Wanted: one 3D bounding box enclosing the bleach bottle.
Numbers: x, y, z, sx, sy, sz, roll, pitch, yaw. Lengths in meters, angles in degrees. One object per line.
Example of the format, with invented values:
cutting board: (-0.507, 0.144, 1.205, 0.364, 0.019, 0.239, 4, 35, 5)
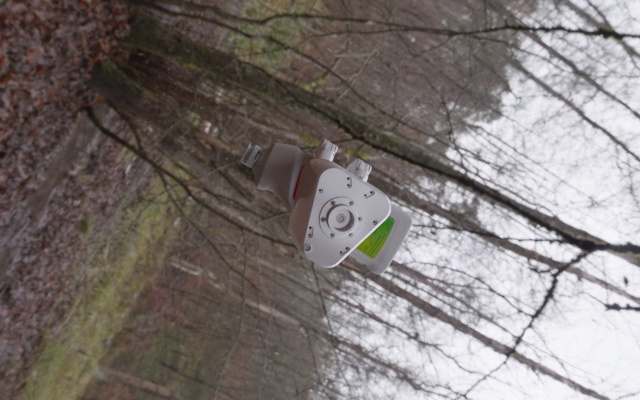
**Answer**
bleach bottle: (0.000, 0.002, 0.670, 0.251, 0.102, 0.068, 30, 3, -12)
